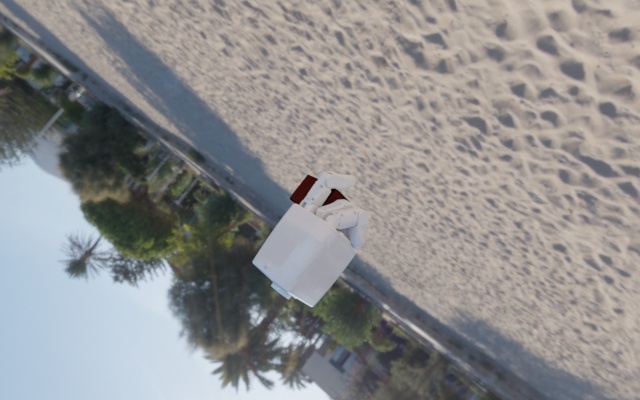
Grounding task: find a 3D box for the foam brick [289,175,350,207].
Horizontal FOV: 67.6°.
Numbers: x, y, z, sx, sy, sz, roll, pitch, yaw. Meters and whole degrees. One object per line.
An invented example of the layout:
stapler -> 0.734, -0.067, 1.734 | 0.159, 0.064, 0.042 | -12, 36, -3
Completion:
foam brick -> 0.000, 0.002, 0.740 | 0.053, 0.051, 0.078 | 42, -8, -38
